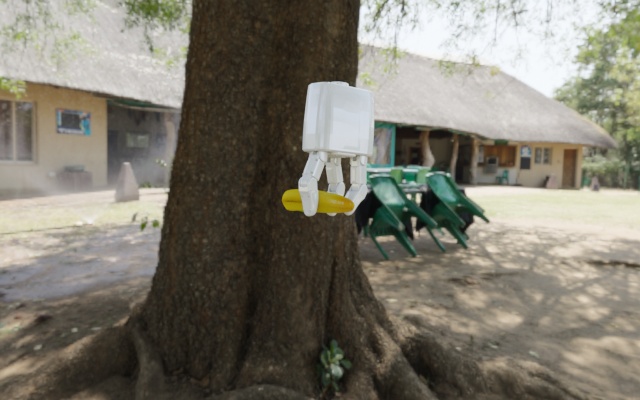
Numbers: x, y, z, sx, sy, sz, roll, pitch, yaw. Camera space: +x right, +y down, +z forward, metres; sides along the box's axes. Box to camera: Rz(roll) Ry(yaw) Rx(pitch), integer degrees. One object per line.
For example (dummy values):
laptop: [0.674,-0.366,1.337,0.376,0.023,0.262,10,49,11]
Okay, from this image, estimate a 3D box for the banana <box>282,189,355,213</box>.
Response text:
banana: [-0.018,0.001,0.798,0.069,0.037,0.198,6,-2,-26]
